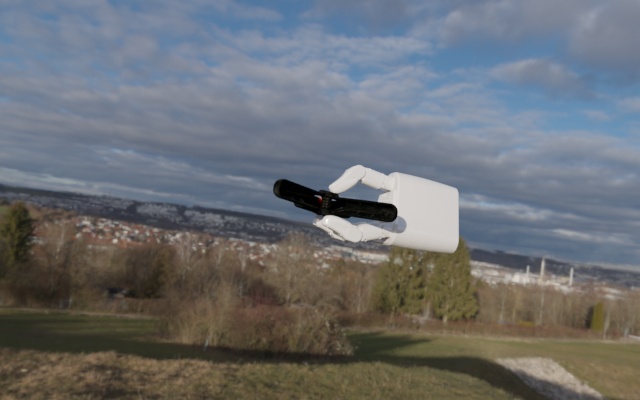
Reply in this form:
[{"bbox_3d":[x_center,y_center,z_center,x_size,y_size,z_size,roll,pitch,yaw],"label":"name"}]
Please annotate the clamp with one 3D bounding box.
[{"bbox_3d":[0.000,0.002,0.696,0.164,0.036,0.210,14,-5,-13],"label":"clamp"}]
